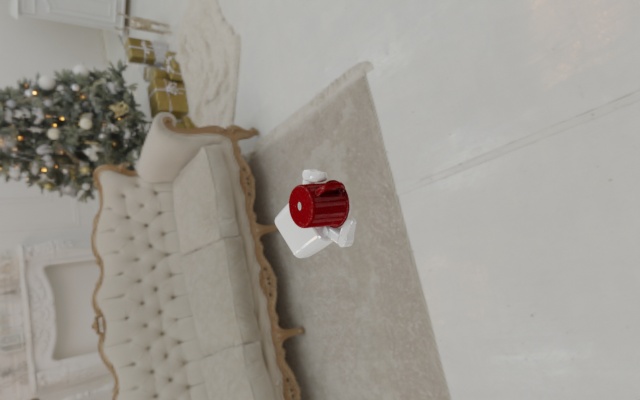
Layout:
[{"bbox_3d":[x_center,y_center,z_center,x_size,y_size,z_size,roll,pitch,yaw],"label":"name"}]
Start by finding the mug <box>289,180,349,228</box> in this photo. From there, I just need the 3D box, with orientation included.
[{"bbox_3d":[0.001,0.002,0.887,0.081,0.093,0.117,-4,-28,-37],"label":"mug"}]
